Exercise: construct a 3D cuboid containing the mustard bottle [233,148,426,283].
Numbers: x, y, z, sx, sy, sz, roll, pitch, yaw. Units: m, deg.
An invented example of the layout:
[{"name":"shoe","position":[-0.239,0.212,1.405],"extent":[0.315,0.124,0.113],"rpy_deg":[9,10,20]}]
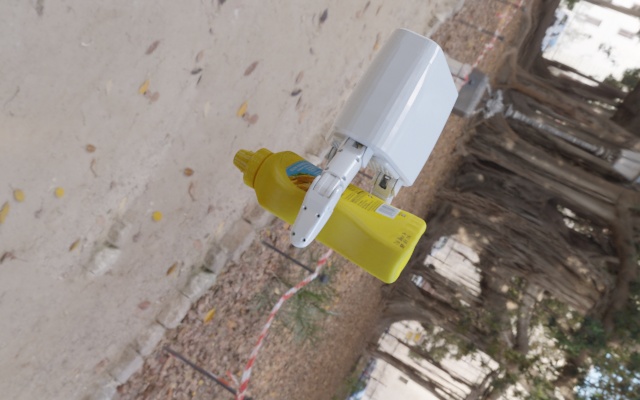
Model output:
[{"name":"mustard bottle","position":[0.000,0.002,0.448],"extent":[0.191,0.058,0.096],"rpy_deg":[30,22,13]}]
